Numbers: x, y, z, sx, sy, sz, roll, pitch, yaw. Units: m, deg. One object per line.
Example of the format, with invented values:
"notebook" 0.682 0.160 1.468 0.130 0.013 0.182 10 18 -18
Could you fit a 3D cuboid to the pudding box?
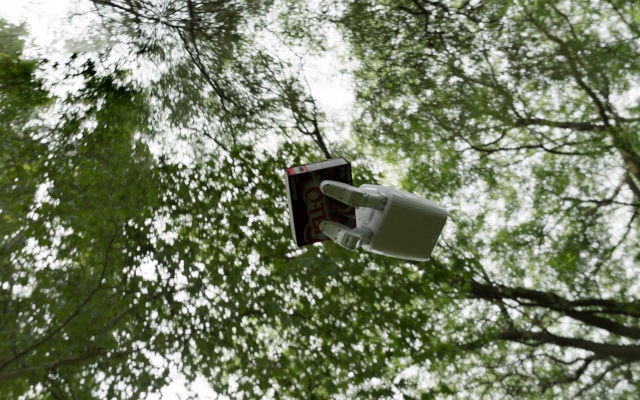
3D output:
"pudding box" 0.000 0.002 0.668 0.090 0.113 0.039 -13 23 -13
